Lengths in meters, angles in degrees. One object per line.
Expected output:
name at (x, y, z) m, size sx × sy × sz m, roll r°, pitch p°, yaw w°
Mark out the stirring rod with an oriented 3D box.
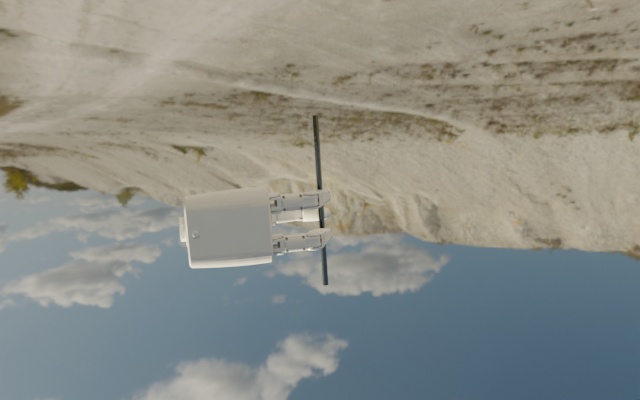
stirring rod at (0.000, 0.002, 0.672) m, size 0.011 × 0.239 × 0.011 m, roll -3°, pitch 8°, yaw 0°
